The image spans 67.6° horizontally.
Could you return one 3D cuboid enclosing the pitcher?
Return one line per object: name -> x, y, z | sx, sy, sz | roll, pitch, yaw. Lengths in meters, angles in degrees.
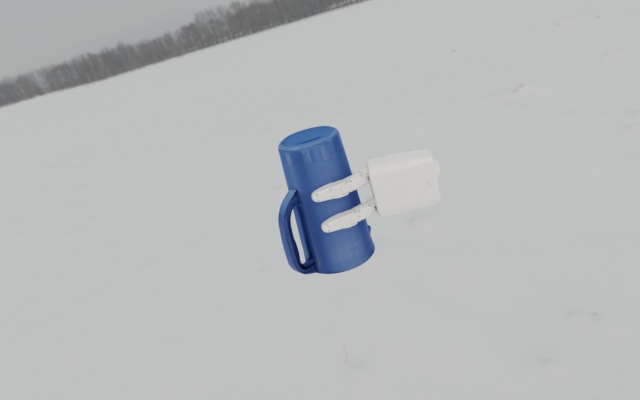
pitcher -> 0.000, 0.003, 0.840 | 0.145, 0.243, 0.149 | -12, 21, 11
